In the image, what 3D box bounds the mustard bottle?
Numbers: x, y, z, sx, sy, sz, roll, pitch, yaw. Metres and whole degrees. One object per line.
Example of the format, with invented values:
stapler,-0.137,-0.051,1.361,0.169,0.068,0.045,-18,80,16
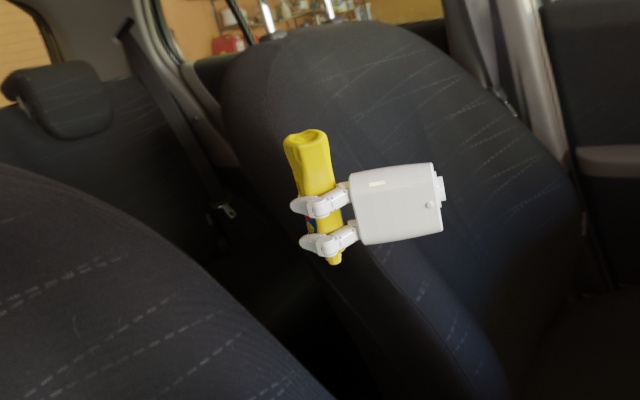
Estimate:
mustard bottle,0.000,0.002,0.664,0.058,0.192,0.096,-18,20,-9
